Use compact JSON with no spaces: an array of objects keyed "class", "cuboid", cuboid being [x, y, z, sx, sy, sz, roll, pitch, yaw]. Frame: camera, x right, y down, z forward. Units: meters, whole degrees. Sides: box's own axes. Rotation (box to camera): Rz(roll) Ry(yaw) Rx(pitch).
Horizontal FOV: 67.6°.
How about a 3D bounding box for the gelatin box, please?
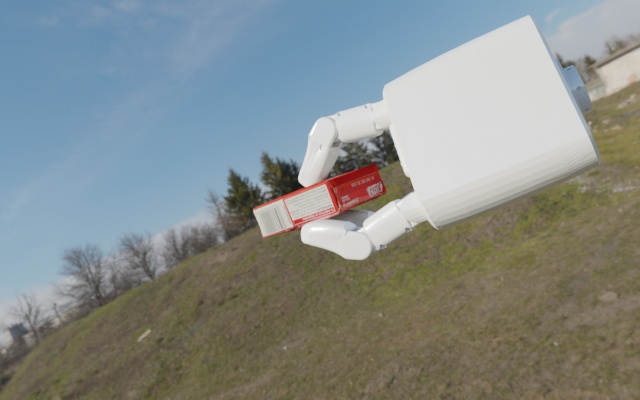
[{"class":"gelatin box","cuboid":[0.000,0.001,0.404,0.089,0.030,0.073,-20,0,38]}]
